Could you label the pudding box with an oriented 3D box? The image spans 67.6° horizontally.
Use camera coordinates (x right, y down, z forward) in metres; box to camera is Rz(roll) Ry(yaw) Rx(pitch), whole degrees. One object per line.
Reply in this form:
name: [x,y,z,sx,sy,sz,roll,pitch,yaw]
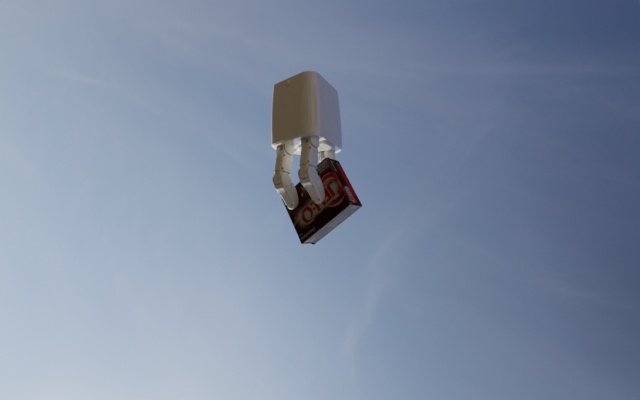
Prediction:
pudding box: [0.000,0.002,0.749,0.039,0.090,0.113,10,-44,-48]
